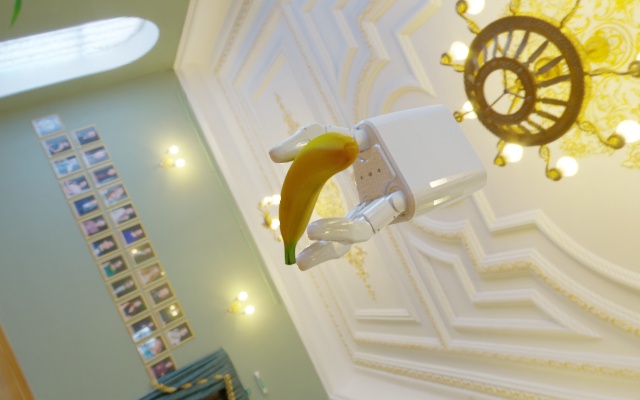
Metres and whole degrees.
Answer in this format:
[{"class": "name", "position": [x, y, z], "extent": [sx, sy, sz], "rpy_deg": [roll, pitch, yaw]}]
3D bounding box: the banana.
[{"class": "banana", "position": [-0.008, -0.012, 0.448], "extent": [0.037, 0.069, 0.198], "rpy_deg": [-11, -29, -24]}]
